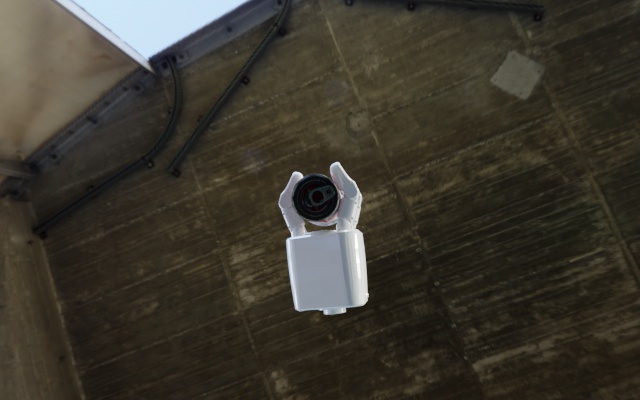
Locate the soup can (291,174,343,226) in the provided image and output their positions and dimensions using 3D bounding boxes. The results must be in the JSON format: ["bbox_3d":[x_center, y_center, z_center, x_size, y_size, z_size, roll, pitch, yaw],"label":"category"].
[{"bbox_3d":[0.000,0.002,0.717,0.068,0.068,0.102,0,-7,9],"label":"soup can"}]
